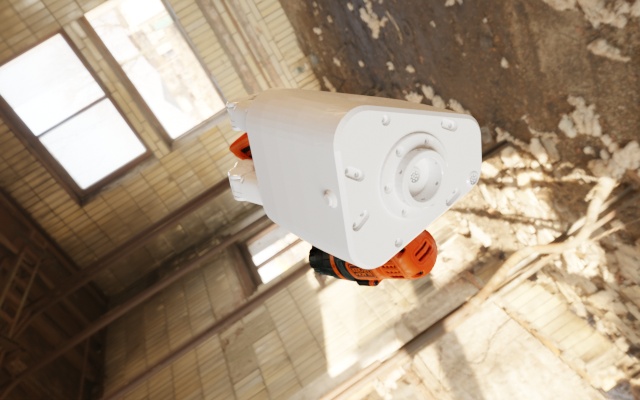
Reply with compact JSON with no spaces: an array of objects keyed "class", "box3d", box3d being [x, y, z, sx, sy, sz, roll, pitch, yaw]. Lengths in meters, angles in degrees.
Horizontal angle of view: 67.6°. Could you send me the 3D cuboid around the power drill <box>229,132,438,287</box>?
[{"class":"power drill","box3d":[0.000,0.001,0.452,0.057,0.188,0.184,-47,16,-28]}]
